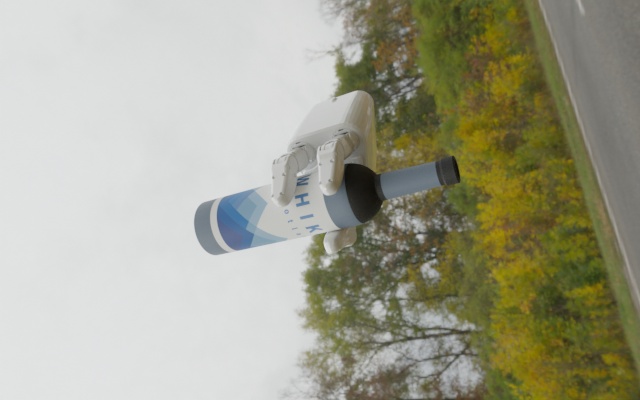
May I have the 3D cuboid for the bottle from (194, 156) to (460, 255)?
[{"bbox_3d":[0.000,0.002,0.517,0.296,0.069,0.069,-14,-6,23],"label":"bottle"}]
